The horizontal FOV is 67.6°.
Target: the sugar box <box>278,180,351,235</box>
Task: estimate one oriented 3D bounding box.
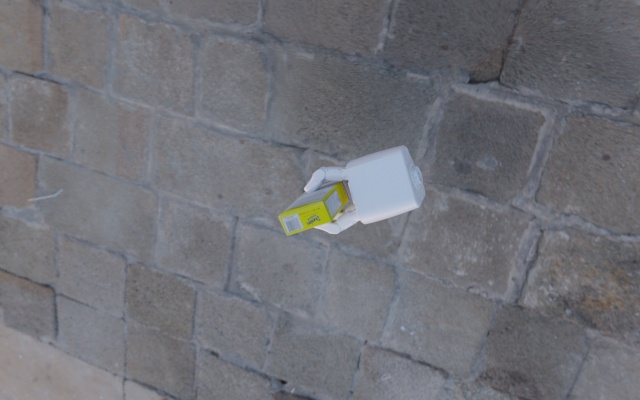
[{"bbox_3d":[0.000,0.003,0.883,0.093,0.048,0.176,-17,10,25],"label":"sugar box"}]
